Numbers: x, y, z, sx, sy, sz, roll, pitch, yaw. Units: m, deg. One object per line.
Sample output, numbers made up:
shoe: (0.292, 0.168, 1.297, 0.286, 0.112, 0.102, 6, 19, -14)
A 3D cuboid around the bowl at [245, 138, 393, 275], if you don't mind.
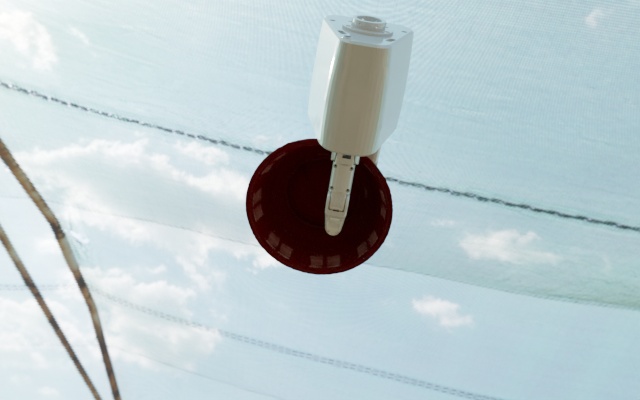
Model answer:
bowl: (0.000, 0.003, 0.543, 0.162, 0.162, 0.055, 0, 22, 6)
